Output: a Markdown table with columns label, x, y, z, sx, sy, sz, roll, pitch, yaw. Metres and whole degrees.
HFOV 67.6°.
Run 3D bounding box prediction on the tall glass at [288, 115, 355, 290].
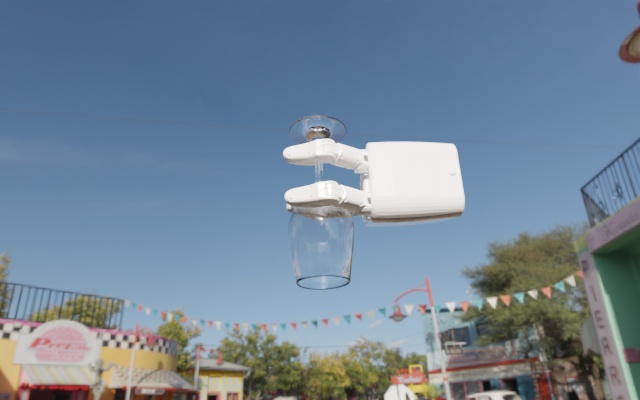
| label | x | y | z | sx | sy | sz | roll | pitch | yaw |
| --- | --- | --- | --- | --- | --- | --- | --- | --- | --- |
| tall glass | 0.000 | 0.001 | 0.576 | 0.079 | 0.201 | 0.079 | -1 | -24 | -1 |
